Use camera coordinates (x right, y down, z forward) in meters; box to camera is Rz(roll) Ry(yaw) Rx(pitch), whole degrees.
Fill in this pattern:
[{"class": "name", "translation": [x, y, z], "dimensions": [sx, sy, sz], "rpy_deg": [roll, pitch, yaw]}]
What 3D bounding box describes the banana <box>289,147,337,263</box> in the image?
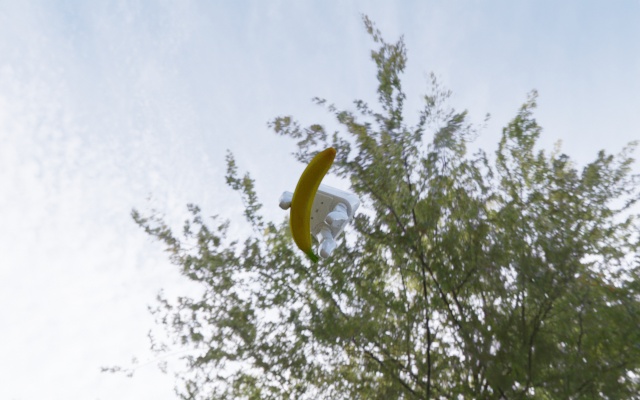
[{"class": "banana", "translation": [-0.018, 0.003, 0.818], "dimensions": [0.069, 0.198, 0.037], "rpy_deg": [11, 9, 18]}]
